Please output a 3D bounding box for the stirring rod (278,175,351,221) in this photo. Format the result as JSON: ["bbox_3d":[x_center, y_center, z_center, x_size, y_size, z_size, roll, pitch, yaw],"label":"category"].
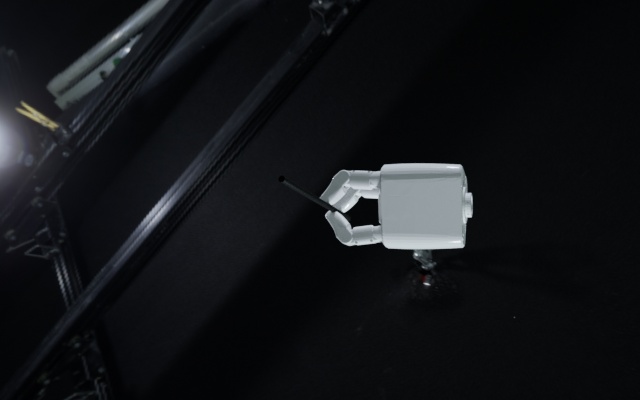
[{"bbox_3d":[0.000,0.002,0.647,0.011,0.011,0.239,0,-13,22],"label":"stirring rod"}]
